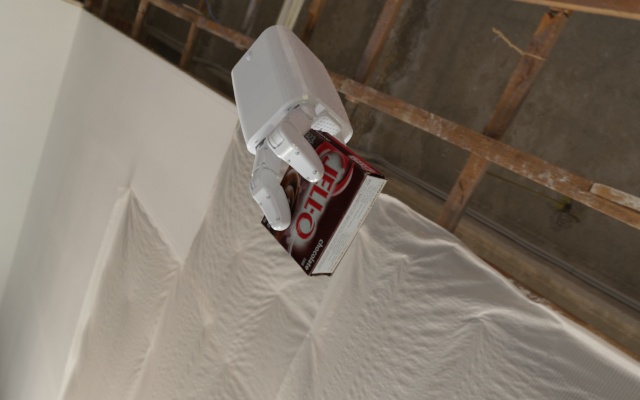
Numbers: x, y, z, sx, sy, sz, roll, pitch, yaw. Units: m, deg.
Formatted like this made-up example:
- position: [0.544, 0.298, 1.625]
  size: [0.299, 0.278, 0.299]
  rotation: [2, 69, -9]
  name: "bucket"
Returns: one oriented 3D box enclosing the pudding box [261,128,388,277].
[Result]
- position: [0.000, 0.001, 0.453]
  size: [0.039, 0.113, 0.090]
  rotation: [8, 26, -44]
  name: "pudding box"
